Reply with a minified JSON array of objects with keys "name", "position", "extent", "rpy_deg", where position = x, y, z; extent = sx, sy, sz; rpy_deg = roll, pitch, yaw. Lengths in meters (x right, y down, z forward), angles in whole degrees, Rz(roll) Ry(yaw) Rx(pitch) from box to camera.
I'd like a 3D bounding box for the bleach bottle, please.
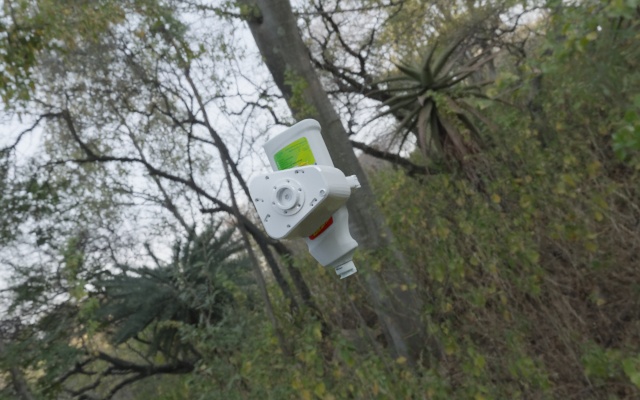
[{"name":"bleach bottle","position":[0.000,0.003,0.773],"extent":[0.102,0.251,0.068],"rpy_deg":[-27,-8,17]}]
